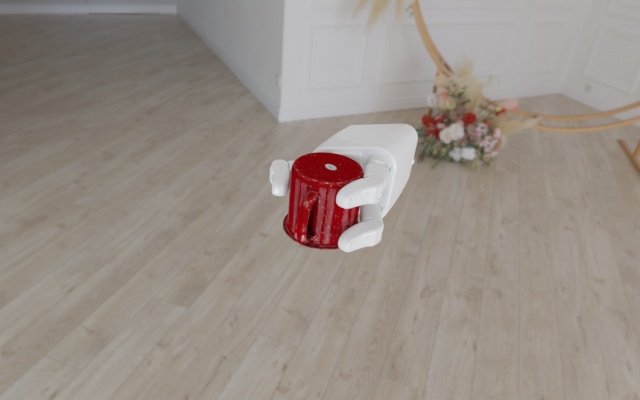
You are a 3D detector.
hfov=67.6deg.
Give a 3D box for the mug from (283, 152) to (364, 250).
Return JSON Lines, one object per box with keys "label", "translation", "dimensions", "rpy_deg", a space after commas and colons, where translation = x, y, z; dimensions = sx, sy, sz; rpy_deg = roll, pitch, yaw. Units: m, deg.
{"label": "mug", "translation": [-0.001, 0.002, 0.536], "dimensions": [0.093, 0.081, 0.117], "rpy_deg": [17, 33, 19]}
